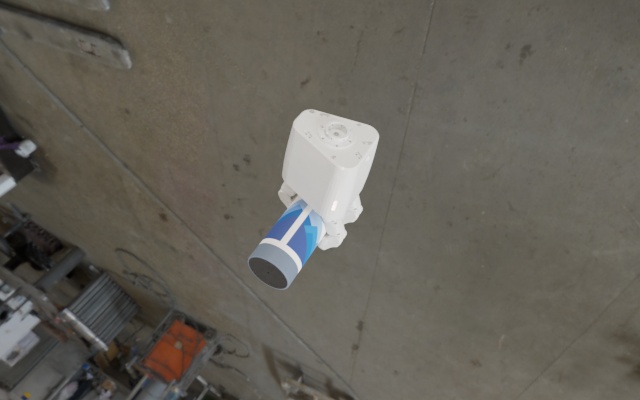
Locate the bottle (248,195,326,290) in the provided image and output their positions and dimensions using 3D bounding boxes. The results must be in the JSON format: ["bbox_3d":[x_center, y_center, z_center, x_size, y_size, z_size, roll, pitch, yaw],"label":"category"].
[{"bbox_3d":[0.000,0.003,0.727,0.069,0.069,0.295,0,40,39],"label":"bottle"}]
